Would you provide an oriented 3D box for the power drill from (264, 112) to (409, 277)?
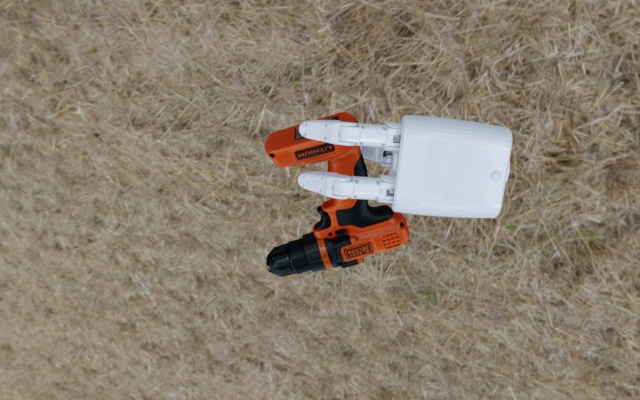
[{"bbox_3d":[0.000,0.001,0.565,0.184,0.188,0.057,-17,32,4],"label":"power drill"}]
